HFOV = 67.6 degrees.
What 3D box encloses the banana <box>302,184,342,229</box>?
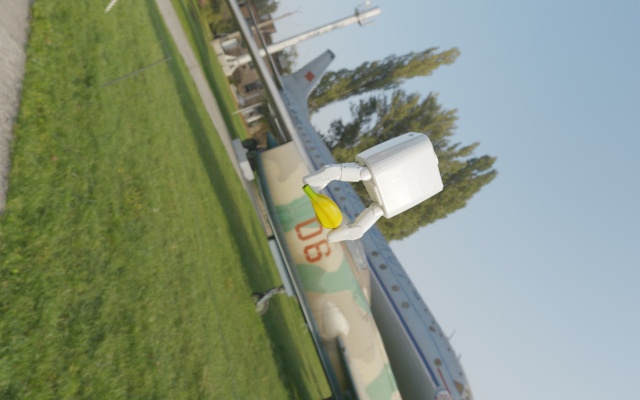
[{"bbox_3d":[0.009,0.018,0.798,0.037,0.069,0.198,-30,-12,-3],"label":"banana"}]
